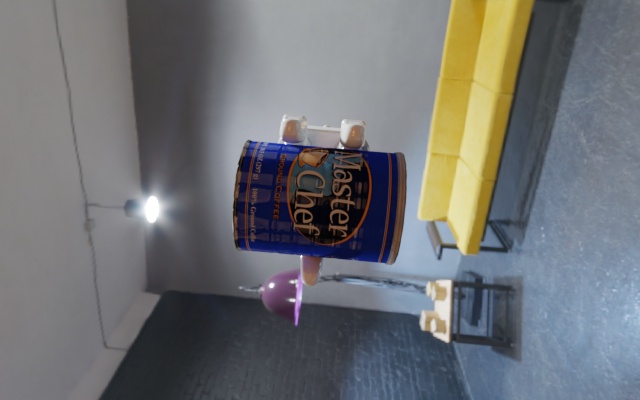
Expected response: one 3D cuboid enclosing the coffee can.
[{"bbox_3d":[0.000,0.002,0.436,0.140,0.103,0.103,5,0,1],"label":"coffee can"}]
